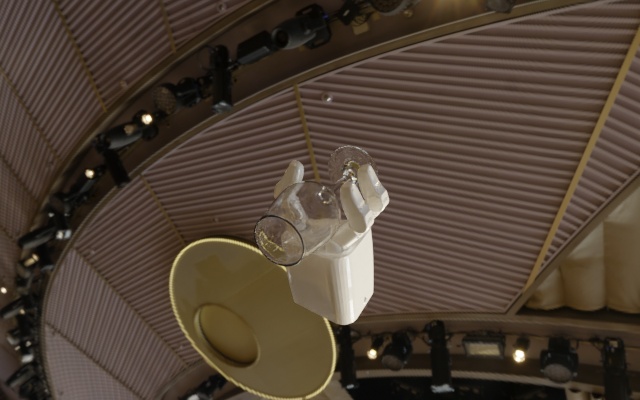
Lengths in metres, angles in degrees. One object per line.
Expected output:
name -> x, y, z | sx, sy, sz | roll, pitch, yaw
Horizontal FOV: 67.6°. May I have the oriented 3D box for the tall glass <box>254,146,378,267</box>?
tall glass -> 0.000, 0.001, 0.578 | 0.079, 0.079, 0.201 | 0, 24, 29
